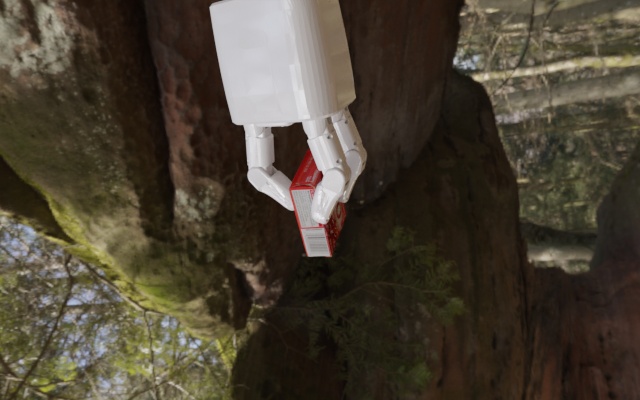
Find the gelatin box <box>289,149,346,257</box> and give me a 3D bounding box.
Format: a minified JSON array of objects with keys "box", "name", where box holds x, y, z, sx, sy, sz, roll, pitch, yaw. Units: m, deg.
[{"box":[0.000,0.002,0.491,0.030,0.089,0.073,-1,34,18],"name":"gelatin box"}]
